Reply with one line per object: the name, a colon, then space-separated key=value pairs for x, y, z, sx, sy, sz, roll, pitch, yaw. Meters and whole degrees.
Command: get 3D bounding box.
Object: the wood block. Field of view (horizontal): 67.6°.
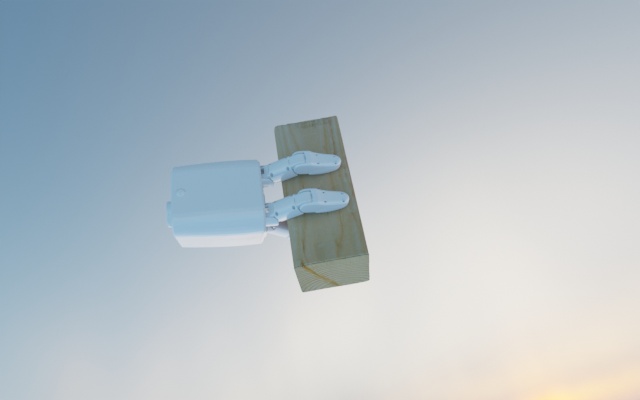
wood block: x=0.000 y=0.002 z=0.626 sx=0.090 sy=0.206 sz=0.091 roll=-10 pitch=-30 yaw=-1
